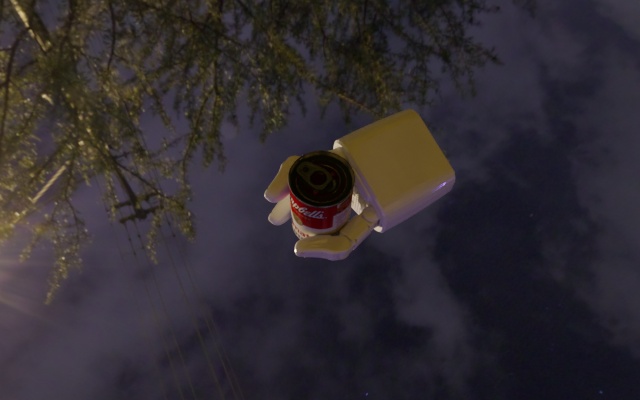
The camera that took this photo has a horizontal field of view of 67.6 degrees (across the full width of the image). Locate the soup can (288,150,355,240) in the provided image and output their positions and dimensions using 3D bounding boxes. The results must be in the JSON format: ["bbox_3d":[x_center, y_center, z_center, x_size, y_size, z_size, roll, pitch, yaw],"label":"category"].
[{"bbox_3d":[0.000,0.002,0.525,0.068,0.068,0.102,0,-29,-1],"label":"soup can"}]
